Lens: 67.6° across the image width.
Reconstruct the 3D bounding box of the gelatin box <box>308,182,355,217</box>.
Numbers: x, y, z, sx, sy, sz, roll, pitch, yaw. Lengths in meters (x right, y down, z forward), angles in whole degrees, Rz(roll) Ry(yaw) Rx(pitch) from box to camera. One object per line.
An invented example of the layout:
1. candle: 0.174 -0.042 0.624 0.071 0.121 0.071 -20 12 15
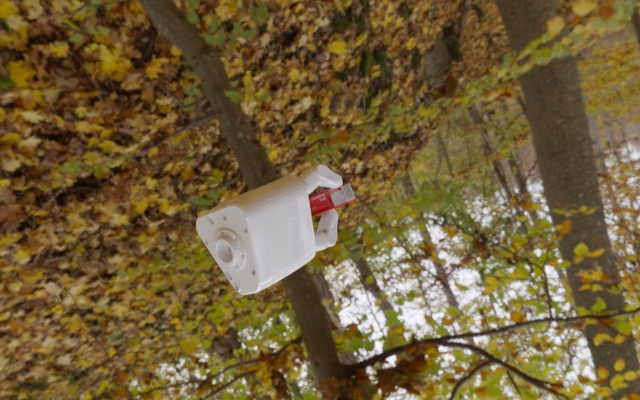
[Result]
1. gelatin box: 0.000 0.003 0.690 0.073 0.030 0.089 -20 1 26
